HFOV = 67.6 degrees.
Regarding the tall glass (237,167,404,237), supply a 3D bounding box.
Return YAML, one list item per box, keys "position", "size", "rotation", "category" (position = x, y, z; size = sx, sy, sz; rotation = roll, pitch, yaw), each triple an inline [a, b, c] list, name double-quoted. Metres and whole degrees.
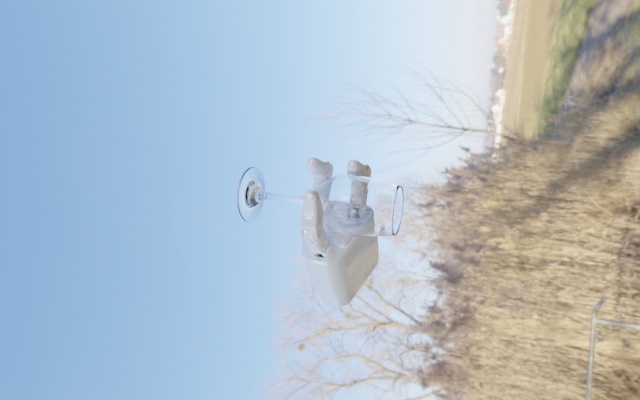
- position: [-0.001, 0.002, 0.605]
  size: [0.201, 0.079, 0.079]
  rotation: [6, 2, 20]
  category: "tall glass"
